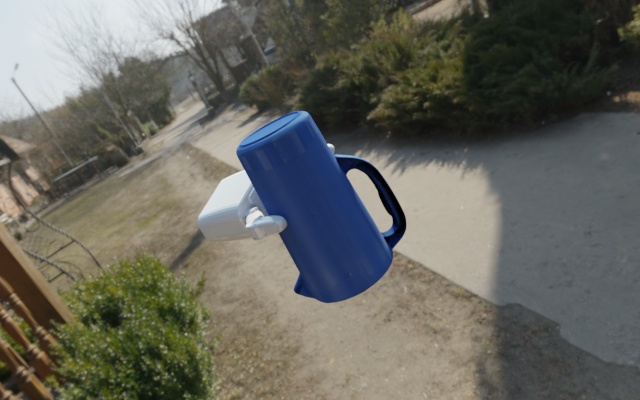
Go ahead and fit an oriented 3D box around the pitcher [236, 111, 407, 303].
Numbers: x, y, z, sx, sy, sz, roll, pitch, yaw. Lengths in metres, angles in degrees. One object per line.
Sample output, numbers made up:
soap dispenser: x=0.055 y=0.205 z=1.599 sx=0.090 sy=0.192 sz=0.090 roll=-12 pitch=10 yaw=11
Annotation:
pitcher: x=0.000 y=0.002 z=0.649 sx=0.145 sy=0.243 sz=0.149 roll=-12 pitch=25 yaw=41
